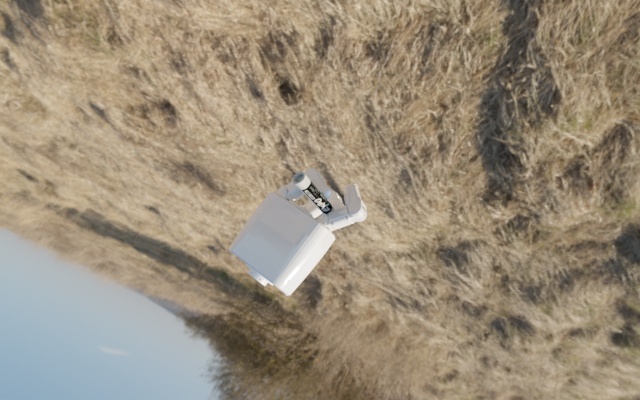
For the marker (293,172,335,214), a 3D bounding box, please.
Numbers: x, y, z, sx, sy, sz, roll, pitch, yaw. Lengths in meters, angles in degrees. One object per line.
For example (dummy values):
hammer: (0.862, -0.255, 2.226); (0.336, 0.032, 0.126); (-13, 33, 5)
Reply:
marker: (0.000, 0.002, 0.659); (0.020, 0.020, 0.121); (0, -32, 34)
